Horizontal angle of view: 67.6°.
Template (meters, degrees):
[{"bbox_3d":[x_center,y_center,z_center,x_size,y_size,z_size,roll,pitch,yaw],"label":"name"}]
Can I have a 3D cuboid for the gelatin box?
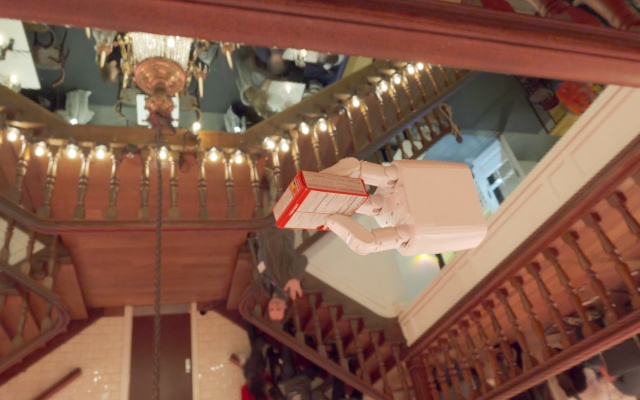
[{"bbox_3d":[0.000,0.002,0.550,0.089,0.030,0.073,5,-39,-33],"label":"gelatin box"}]
